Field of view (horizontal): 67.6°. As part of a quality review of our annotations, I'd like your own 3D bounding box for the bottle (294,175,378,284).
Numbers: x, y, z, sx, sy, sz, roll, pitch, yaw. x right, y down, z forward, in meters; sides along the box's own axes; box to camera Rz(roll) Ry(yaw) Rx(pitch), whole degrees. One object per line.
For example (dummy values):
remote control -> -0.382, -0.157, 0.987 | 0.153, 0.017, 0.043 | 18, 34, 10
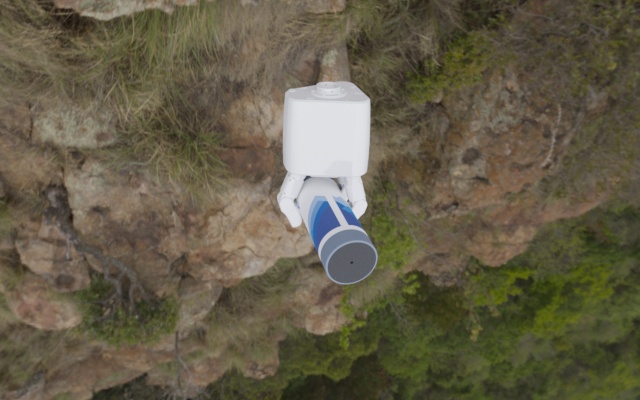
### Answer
bottle -> 0.000, 0.002, 0.697 | 0.069, 0.069, 0.295 | 0, 30, -17
